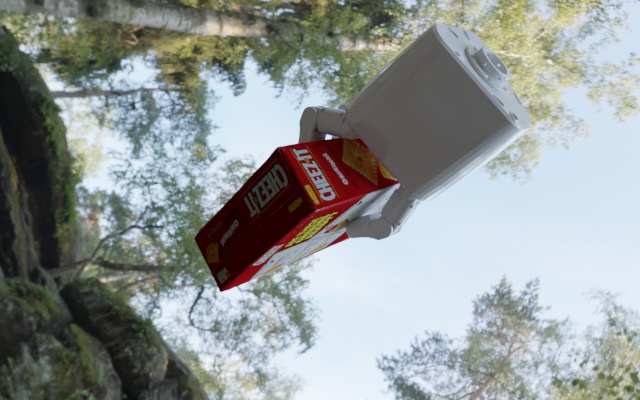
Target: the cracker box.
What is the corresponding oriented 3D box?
[{"bbox_3d":[0.000,0.002,0.500,0.213,0.072,0.164,-16,-20,-49],"label":"cracker box"}]
